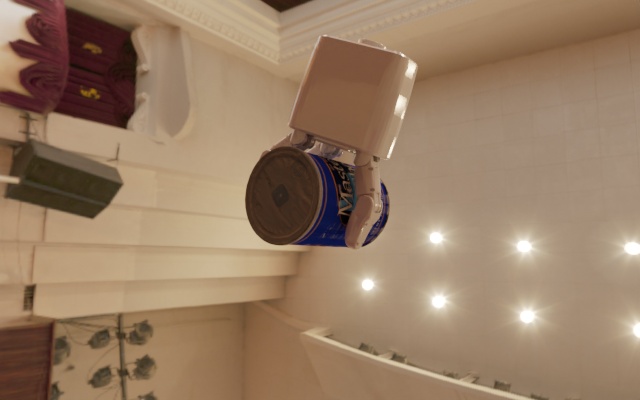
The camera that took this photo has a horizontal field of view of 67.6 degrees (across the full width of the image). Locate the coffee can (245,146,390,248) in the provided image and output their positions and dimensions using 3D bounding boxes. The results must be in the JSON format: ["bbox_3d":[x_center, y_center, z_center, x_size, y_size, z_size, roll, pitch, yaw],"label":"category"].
[{"bbox_3d":[0.000,0.002,0.544,0.103,0.103,0.140,0,-6,37],"label":"coffee can"}]
